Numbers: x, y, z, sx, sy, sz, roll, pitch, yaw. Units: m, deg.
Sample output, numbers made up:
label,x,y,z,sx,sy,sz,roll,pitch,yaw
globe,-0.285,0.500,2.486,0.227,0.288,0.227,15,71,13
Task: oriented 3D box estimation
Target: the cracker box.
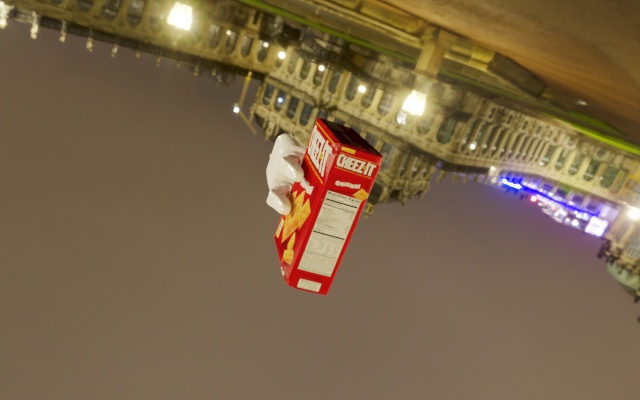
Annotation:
label,x,y,z,sx,sy,sz,roll,pitch,yaw
cracker box,0.000,0.002,0.700,0.072,0.214,0.164,15,17,-17
